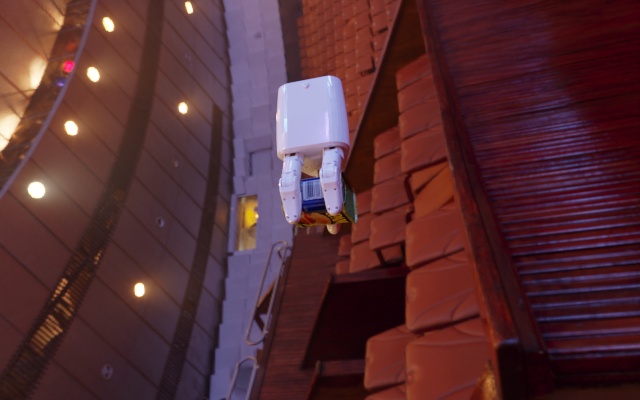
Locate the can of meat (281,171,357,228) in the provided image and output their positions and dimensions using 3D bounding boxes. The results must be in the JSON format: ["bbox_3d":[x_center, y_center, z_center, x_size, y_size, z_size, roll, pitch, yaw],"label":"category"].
[{"bbox_3d":[0.000,0.002,0.661,0.084,0.057,0.102,-8,-16,13],"label":"can of meat"}]
